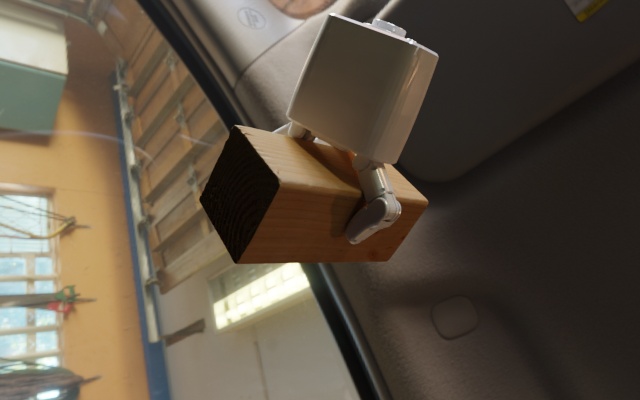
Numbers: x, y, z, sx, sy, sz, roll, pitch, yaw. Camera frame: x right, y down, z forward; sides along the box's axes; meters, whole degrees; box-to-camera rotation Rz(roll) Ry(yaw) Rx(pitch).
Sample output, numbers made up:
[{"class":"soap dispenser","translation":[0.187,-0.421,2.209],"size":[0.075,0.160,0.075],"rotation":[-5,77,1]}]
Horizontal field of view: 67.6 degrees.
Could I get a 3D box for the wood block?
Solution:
[{"class":"wood block","translation":[0.001,0.001,0.479],"size":[0.206,0.090,0.090],"rotation":[6,34,-44]}]
